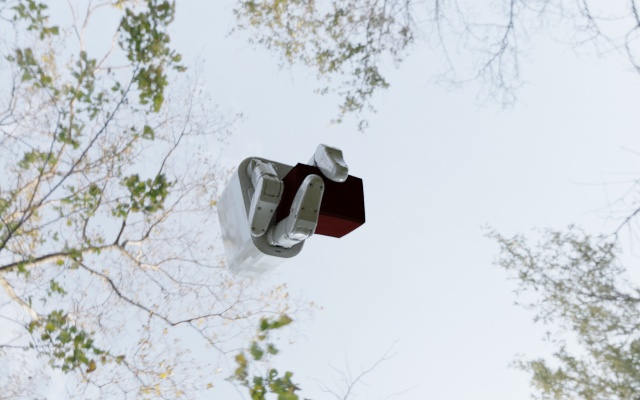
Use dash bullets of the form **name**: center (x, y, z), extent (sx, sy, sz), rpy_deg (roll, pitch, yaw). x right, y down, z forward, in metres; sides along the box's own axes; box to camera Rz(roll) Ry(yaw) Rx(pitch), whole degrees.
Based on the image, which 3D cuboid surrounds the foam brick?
- **foam brick**: center (0.000, 0.002, 0.492), extent (0.078, 0.053, 0.051), rpy_deg (13, -29, -23)
